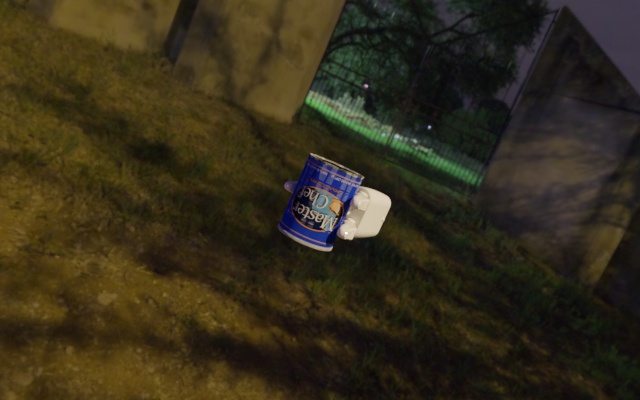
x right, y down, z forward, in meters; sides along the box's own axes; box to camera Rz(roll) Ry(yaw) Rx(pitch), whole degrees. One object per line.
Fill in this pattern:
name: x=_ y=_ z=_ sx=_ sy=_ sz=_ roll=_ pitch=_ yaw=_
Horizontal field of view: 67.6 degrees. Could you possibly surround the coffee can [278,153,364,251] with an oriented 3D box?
coffee can: x=0.000 y=0.003 z=0.825 sx=0.103 sy=0.140 sz=0.103 roll=23 pitch=8 yaw=-4
